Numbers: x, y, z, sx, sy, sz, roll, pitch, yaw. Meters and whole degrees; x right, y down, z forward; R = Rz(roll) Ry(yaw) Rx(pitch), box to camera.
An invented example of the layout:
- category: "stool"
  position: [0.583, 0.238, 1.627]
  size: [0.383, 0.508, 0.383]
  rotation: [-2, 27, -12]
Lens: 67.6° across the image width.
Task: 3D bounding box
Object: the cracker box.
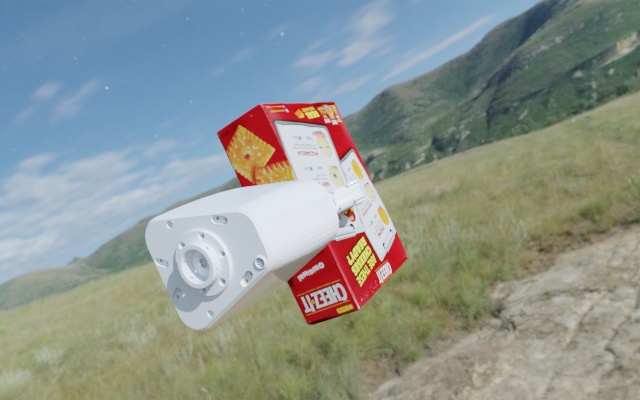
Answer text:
- category: "cracker box"
  position: [0.000, 0.001, 0.524]
  size: [0.072, 0.213, 0.164]
  rotation: [-25, -1, 29]
